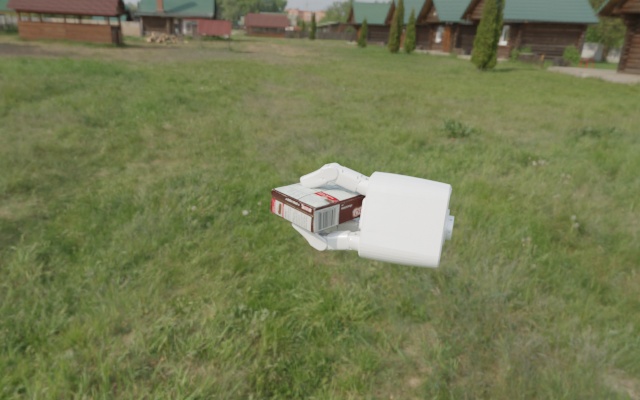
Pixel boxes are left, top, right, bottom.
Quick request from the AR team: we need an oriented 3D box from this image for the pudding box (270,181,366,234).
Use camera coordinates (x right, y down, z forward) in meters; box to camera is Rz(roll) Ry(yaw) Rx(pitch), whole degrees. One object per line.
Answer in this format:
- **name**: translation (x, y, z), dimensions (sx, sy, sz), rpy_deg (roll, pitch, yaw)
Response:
- **pudding box**: translation (0.000, 0.002, 0.671), dimensions (0.113, 0.039, 0.090), rpy_deg (-14, 27, -43)
